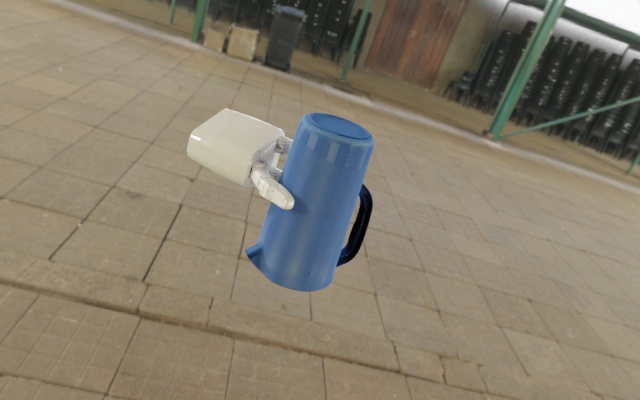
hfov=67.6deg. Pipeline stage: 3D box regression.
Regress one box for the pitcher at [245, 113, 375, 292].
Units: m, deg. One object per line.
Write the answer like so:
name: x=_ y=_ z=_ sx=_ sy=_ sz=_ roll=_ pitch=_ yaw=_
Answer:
pitcher: x=0.000 y=0.002 z=0.708 sx=0.145 sy=0.243 sz=0.149 roll=25 pitch=24 yaw=13
